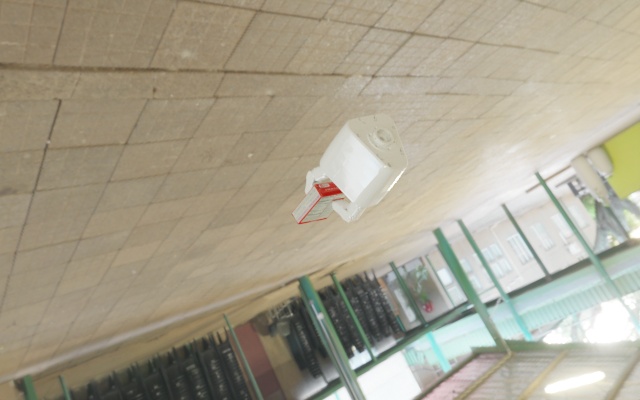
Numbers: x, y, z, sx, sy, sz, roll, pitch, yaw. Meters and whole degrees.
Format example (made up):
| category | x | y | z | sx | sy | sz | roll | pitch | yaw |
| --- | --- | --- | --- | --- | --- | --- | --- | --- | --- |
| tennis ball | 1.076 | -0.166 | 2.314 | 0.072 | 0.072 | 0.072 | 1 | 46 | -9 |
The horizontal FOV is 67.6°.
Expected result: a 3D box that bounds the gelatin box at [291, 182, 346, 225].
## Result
| category | x | y | z | sx | sy | sz | roll | pitch | yaw |
| --- | --- | --- | --- | --- | --- | --- | --- | --- | --- |
| gelatin box | 0.000 | 0.003 | 0.862 | 0.073 | 0.030 | 0.089 | -10 | -31 | -44 |
